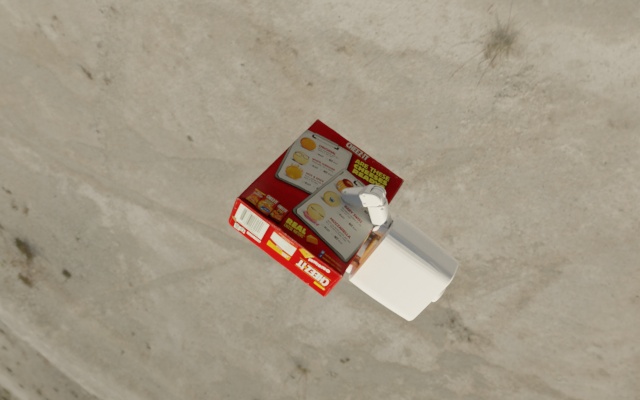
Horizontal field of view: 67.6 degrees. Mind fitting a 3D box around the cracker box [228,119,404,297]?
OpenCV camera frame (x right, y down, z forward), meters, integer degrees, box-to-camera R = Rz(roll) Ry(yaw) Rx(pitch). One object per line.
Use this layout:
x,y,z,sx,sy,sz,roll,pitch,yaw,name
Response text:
0.000,0.002,0.671,0.213,0.164,0.072,-51,-4,-42,cracker box
